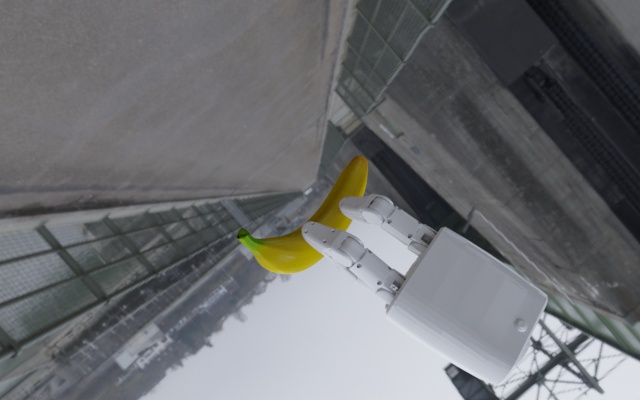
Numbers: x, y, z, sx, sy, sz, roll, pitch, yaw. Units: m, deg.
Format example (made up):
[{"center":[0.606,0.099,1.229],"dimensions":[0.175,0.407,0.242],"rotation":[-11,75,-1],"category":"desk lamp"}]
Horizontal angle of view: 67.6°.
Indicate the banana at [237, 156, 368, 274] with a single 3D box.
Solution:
[{"center":[-0.001,0.020,0.475],"dimensions":[0.037,0.070,0.197],"rotation":[14,32,31],"category":"banana"}]
